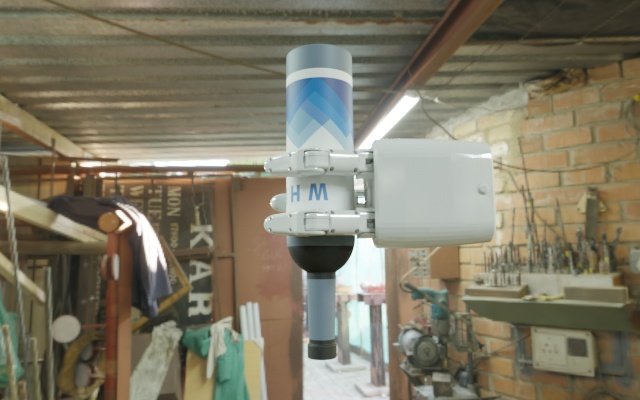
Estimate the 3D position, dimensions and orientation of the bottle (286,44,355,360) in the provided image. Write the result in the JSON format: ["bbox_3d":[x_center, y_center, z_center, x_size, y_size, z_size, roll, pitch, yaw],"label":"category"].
[{"bbox_3d":[0.000,0.001,0.466,0.069,0.295,0.069,-1,-7,0],"label":"bottle"}]
